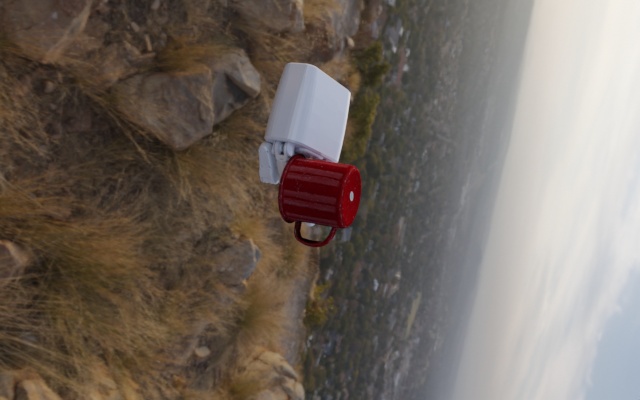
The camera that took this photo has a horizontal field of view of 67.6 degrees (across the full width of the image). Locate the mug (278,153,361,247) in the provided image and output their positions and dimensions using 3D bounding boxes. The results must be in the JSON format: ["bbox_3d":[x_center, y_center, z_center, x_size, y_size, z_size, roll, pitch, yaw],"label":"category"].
[{"bbox_3d":[0.000,0.003,0.612,0.081,0.117,0.093,10,-7,22],"label":"mug"}]
